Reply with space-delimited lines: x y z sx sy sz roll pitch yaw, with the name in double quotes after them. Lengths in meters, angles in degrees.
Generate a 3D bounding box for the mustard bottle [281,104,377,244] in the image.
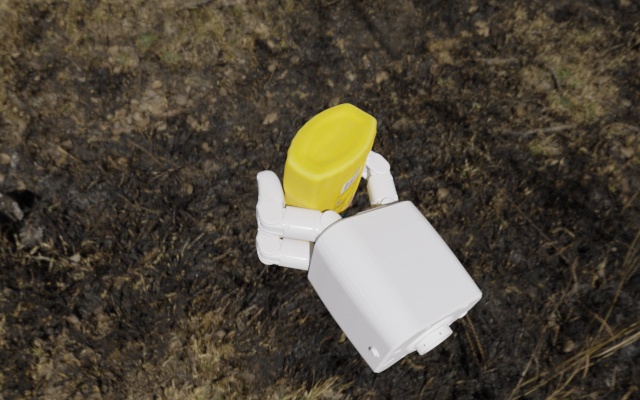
0.000 0.001 0.471 0.058 0.096 0.192 32 -33 14 "mustard bottle"
